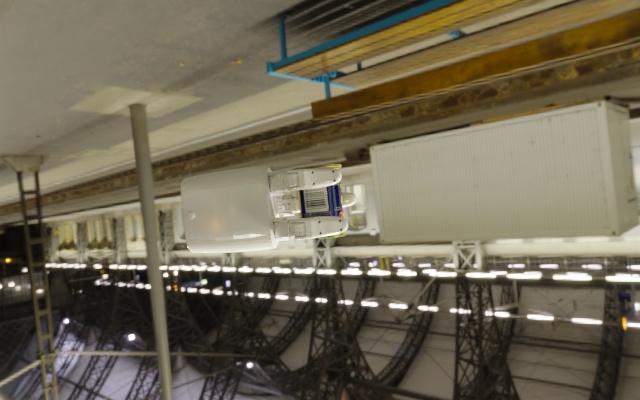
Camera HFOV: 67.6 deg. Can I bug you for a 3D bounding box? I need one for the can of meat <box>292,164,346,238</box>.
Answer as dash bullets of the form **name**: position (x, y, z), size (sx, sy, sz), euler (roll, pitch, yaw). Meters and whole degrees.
- **can of meat**: position (0.000, 0.002, 0.588), size (0.057, 0.084, 0.102), euler (-5, 0, 1)
